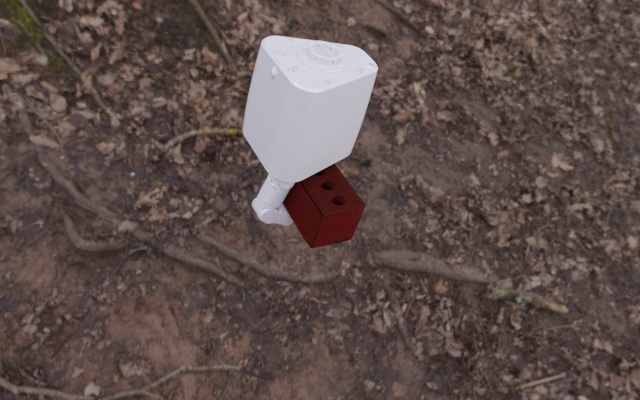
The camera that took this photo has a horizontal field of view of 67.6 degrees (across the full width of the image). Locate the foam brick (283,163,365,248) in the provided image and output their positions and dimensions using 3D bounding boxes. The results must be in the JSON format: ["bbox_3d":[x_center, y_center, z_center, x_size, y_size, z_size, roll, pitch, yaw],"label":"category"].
[{"bbox_3d":[0.000,0.002,0.499,0.053,0.078,0.051,-12,-38,-32],"label":"foam brick"}]
